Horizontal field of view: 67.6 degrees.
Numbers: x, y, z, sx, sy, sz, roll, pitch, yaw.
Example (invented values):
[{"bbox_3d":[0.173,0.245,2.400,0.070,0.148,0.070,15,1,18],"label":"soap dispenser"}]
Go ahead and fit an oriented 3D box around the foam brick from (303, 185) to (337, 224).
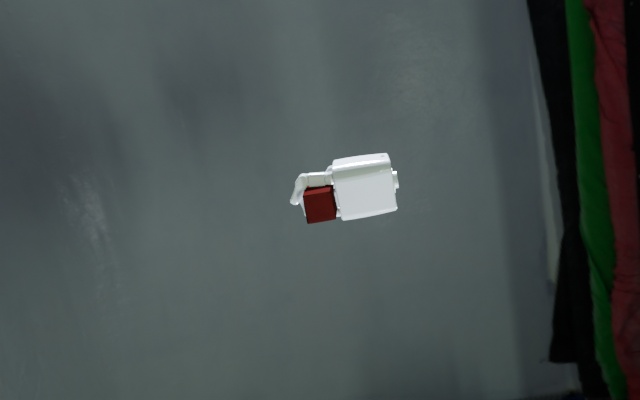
[{"bbox_3d":[0.000,0.003,0.857,0.051,0.053,0.078,-9,15,6],"label":"foam brick"}]
